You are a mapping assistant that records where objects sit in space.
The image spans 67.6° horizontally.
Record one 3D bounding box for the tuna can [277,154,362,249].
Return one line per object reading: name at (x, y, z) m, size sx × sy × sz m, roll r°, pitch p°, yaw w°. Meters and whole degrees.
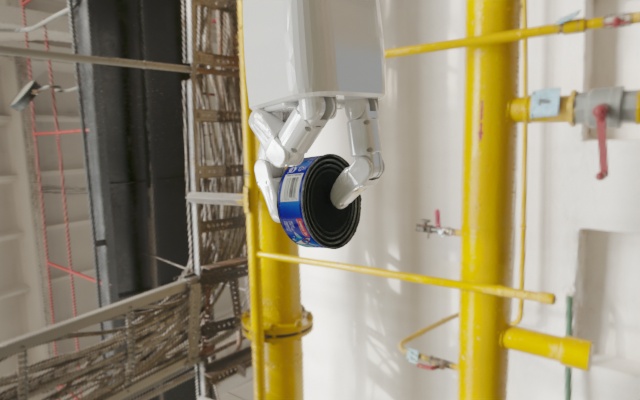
tuna can at (0.000, 0.002, 0.438) m, size 0.034 × 0.086 × 0.086 m, roll -3°, pitch -2°, yaw 39°
